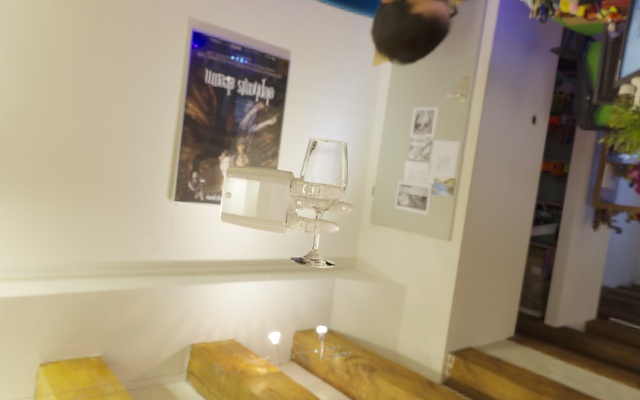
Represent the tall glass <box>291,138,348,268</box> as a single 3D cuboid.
[{"bbox_3d":[0.000,0.003,0.775,0.079,0.201,0.079,8,4,0],"label":"tall glass"}]
